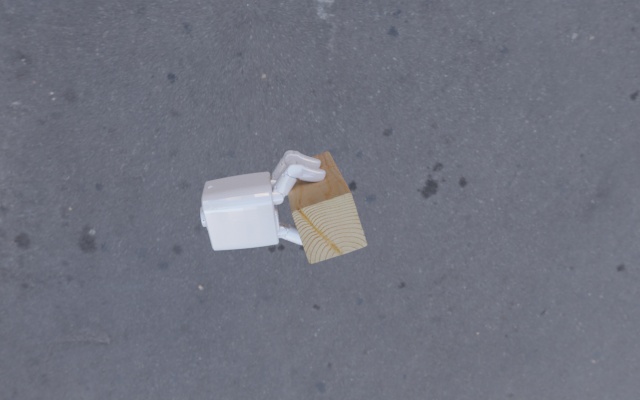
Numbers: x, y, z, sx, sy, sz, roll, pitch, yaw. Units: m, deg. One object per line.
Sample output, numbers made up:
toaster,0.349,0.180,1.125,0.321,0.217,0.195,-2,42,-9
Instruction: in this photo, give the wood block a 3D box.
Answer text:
wood block,0.000,0.003,0.762,0.090,0.091,0.206,-18,24,-1
